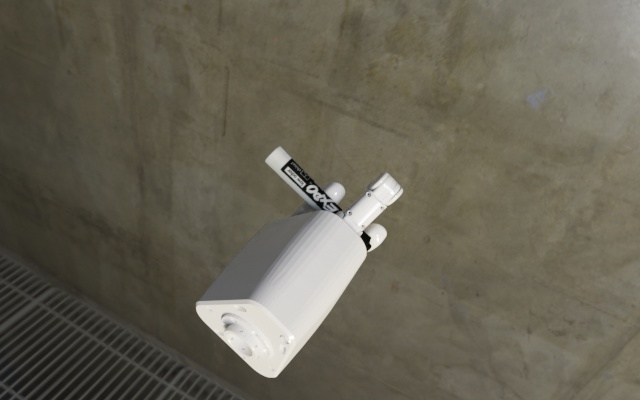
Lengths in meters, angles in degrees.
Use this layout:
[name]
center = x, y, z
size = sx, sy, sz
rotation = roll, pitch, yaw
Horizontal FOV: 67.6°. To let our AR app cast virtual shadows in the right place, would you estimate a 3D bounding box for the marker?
[marker]
center = 0.000, 0.001, 0.422
size = 0.020, 0.121, 0.020
rotation = -45, 4, 4
